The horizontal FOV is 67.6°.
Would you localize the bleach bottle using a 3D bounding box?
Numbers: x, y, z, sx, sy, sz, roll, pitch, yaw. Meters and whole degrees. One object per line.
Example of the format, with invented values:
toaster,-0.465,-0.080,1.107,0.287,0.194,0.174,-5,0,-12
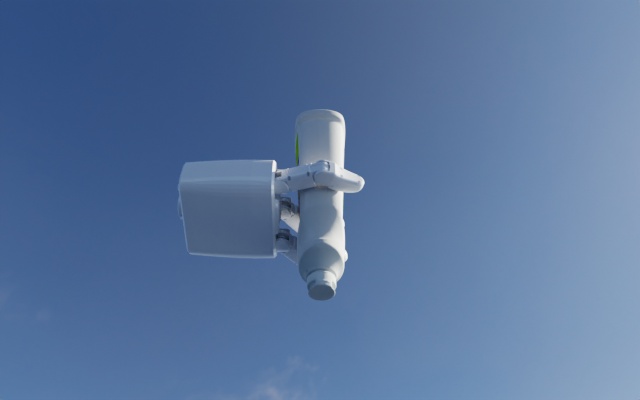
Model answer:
bleach bottle,0.000,0.002,0.577,0.068,0.103,0.250,0,45,-1
